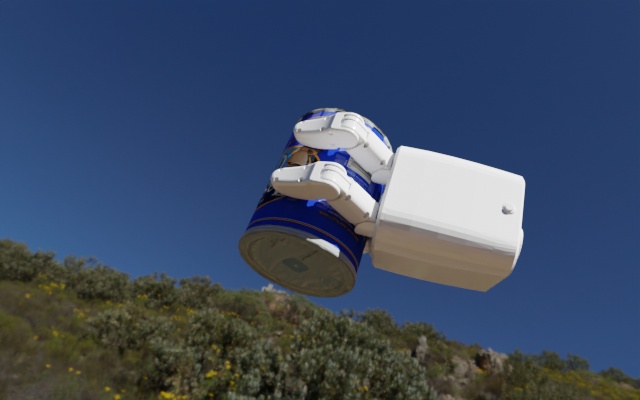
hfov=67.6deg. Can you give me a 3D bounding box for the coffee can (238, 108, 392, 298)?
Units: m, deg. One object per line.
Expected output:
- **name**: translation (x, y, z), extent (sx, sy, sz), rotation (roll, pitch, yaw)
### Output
- **coffee can**: translation (0.000, 0.002, 0.434), extent (0.103, 0.140, 0.103), rotation (15, -34, 10)
